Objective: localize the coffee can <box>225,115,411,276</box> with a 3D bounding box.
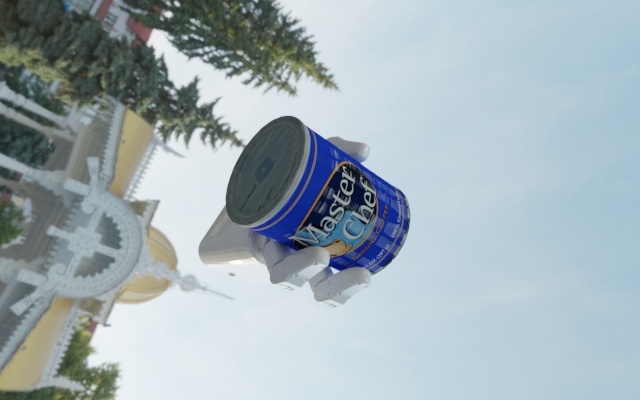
[{"bbox_3d":[0.000,0.001,0.439,0.140,0.102,0.103,30,-19,-36],"label":"coffee can"}]
